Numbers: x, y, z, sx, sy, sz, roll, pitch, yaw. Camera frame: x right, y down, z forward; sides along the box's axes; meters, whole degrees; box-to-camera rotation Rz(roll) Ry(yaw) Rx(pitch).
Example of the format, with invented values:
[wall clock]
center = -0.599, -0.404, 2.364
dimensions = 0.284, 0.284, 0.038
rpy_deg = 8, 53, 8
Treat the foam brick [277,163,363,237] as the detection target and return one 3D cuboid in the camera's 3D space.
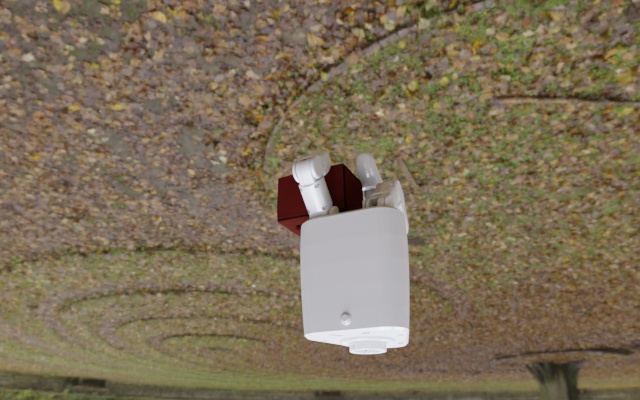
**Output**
[foam brick]
center = 0.000, 0.002, 0.496
dimensions = 0.078, 0.051, 0.053
rpy_deg = -12, -26, 24
